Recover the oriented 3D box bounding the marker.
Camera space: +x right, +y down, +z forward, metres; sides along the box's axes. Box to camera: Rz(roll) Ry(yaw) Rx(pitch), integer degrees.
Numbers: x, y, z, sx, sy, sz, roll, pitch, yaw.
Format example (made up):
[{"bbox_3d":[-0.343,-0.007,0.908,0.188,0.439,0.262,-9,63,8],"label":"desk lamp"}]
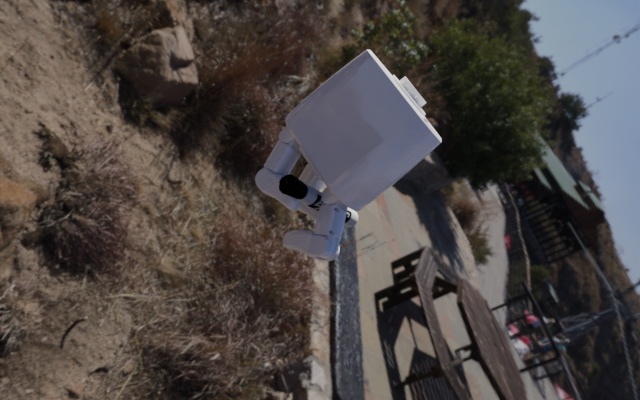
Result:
[{"bbox_3d":[0.000,0.002,0.465,0.020,0.020,0.121,0,-18,35],"label":"marker"}]
